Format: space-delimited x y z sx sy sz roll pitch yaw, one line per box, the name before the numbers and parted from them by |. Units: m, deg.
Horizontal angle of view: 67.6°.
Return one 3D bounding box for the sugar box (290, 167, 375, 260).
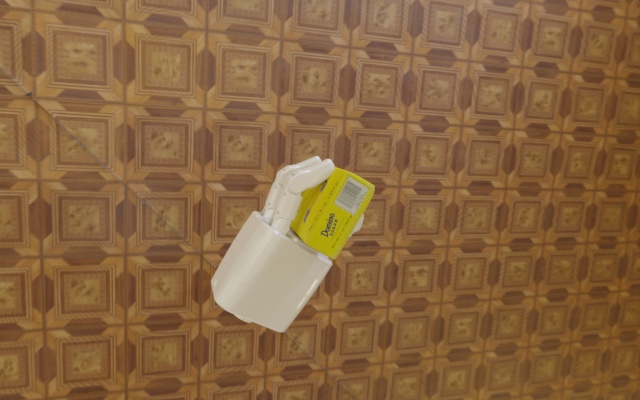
sugar box | 0.000 0.002 0.593 0.048 0.093 0.176 31 0 -20
